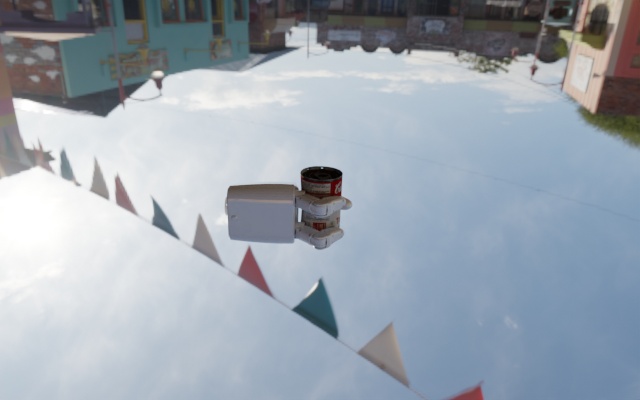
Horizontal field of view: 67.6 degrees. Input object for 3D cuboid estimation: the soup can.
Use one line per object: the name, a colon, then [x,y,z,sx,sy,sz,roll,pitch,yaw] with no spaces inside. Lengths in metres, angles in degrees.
soup can: [0.001,0.003,0.778,0.068,0.102,0.068,2,22,-1]
